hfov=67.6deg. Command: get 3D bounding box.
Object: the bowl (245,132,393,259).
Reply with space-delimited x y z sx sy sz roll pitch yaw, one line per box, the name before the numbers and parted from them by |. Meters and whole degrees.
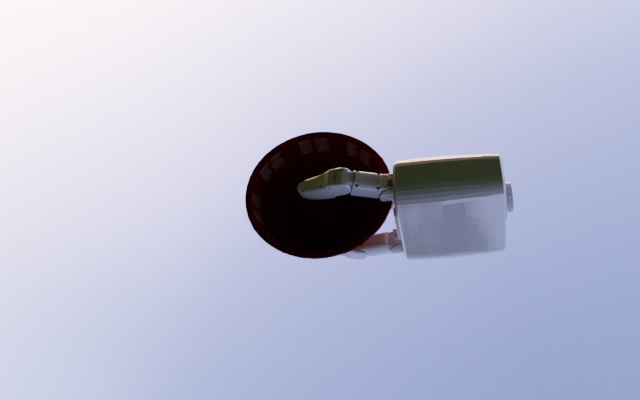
bowl | -0.001 0.002 0.538 0.162 0.162 0.055 0 -31 7
